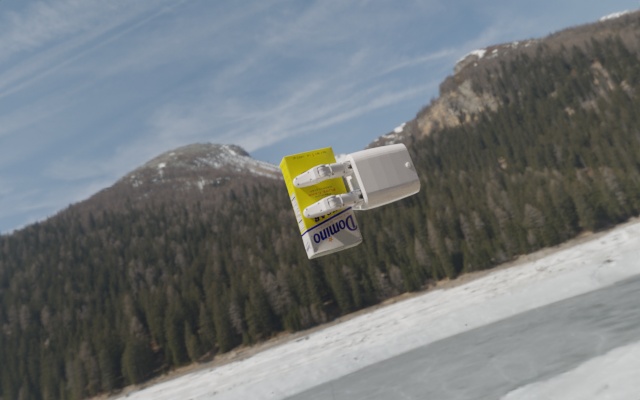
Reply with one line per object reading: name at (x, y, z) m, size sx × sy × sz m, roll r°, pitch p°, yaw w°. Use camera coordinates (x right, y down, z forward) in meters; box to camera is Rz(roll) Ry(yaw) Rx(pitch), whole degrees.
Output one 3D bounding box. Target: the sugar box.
sugar box at (0.000, 0.002, 0.819) m, size 0.093 × 0.176 × 0.048 m, roll -15°, pitch -14°, yaw -19°
